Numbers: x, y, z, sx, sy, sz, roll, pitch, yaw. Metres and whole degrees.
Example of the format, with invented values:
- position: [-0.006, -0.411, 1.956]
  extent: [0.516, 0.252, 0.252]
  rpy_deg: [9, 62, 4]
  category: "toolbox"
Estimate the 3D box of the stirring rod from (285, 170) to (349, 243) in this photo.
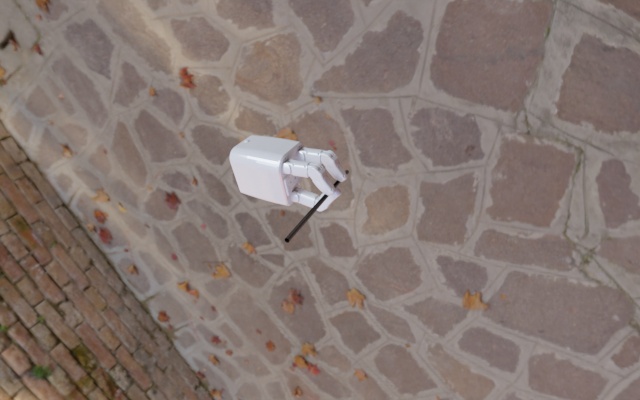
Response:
- position: [0.000, 0.003, 0.791]
  extent: [0.011, 0.011, 0.239]
  rpy_deg: [0, 28, 27]
  category: "stirring rod"
